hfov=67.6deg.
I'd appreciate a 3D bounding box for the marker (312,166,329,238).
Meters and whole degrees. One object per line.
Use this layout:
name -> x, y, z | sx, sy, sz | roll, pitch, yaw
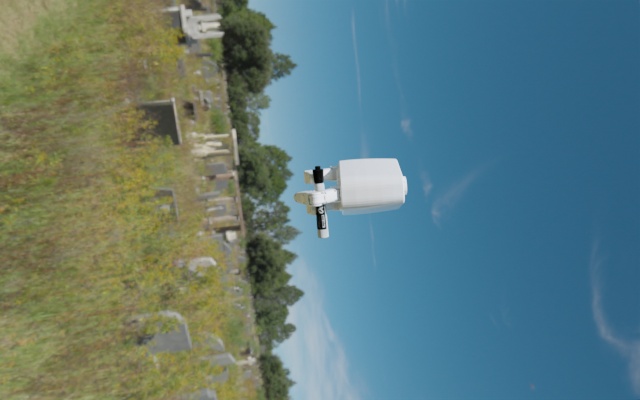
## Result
marker -> 0.000, 0.003, 0.797 | 0.020, 0.121, 0.020 | -4, 10, 1
